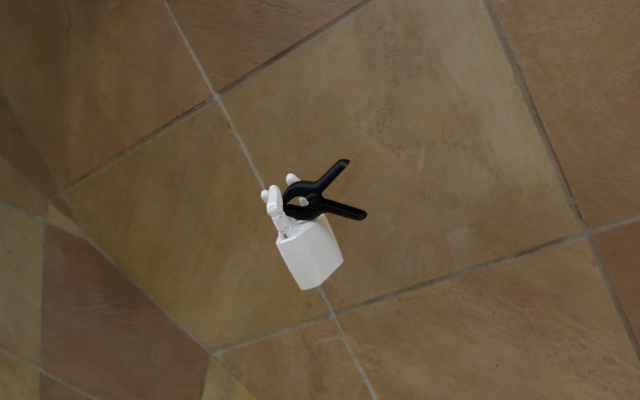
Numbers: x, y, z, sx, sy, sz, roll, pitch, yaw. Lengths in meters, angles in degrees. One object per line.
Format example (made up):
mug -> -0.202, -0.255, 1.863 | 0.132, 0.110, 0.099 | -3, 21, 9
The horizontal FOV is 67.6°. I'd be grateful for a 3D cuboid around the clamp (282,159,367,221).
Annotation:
clamp -> 0.000, 0.003, 0.878 | 0.171, 0.120, 0.039 | -20, 13, 25
